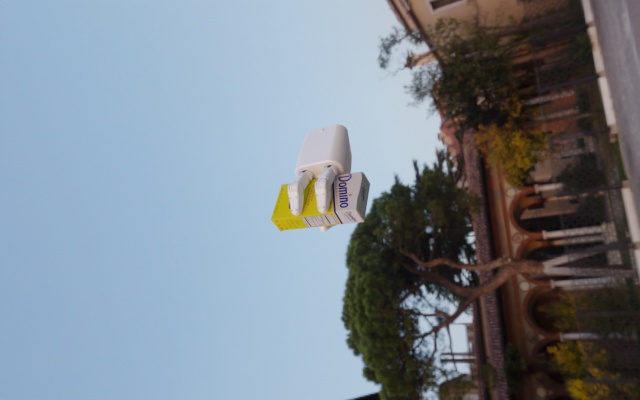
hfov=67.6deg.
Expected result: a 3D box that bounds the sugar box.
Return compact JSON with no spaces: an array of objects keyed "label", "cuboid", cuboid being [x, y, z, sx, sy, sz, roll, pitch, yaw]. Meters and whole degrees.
[{"label":"sugar box","cuboid":[0.000,0.002,0.893,0.176,0.093,0.048,-11,-43,27]}]
